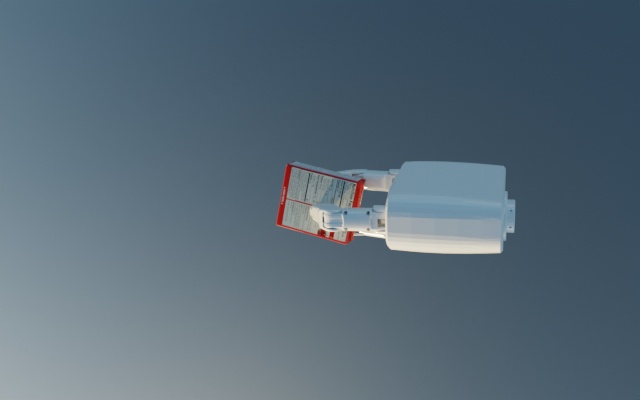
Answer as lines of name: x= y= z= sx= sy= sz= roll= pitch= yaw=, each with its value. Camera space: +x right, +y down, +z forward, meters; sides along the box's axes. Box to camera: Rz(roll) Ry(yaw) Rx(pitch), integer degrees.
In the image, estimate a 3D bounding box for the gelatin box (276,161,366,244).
gelatin box: x=0.000 y=0.002 z=0.537 sx=0.089 sy=0.073 sz=0.030 roll=14 pitch=15 yaw=14
